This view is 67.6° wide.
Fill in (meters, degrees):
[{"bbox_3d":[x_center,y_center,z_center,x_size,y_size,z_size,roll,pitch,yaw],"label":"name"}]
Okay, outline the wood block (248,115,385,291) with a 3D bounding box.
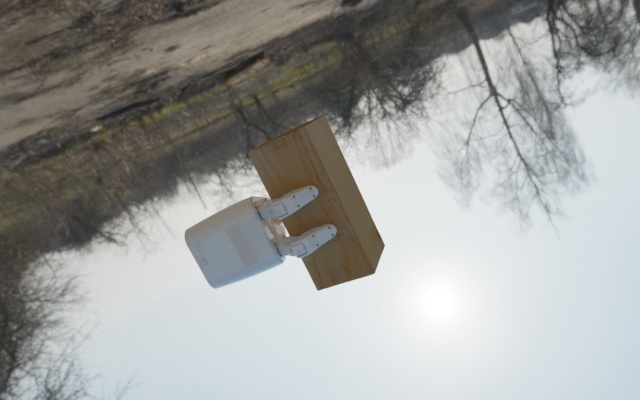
[{"bbox_3d":[0.000,0.002,0.643,0.090,0.206,0.090,-21,12,22],"label":"wood block"}]
